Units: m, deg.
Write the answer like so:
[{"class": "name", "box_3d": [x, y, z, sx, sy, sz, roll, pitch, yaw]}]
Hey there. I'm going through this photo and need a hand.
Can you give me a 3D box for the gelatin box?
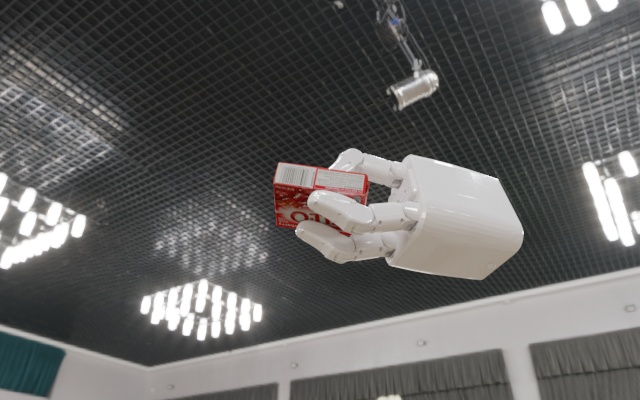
[{"class": "gelatin box", "box_3d": [0.000, 0.001, 0.472, 0.089, 0.030, 0.073, 8, -36, 4]}]
